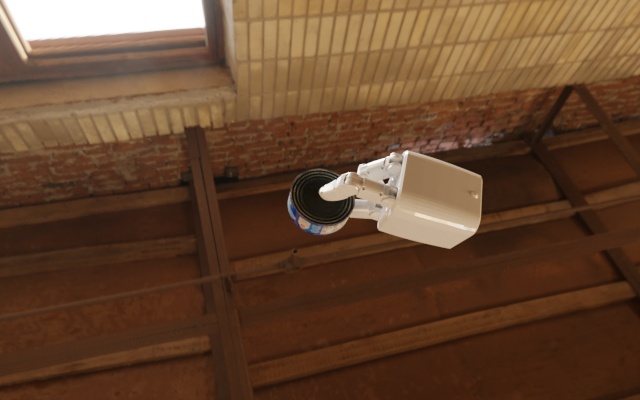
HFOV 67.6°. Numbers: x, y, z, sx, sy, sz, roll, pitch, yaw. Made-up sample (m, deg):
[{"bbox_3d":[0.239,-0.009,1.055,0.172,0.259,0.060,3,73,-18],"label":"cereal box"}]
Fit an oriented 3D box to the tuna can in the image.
[{"bbox_3d":[0.000,0.002,0.631,0.086,0.086,0.034,0,-30,-14],"label":"tuna can"}]
